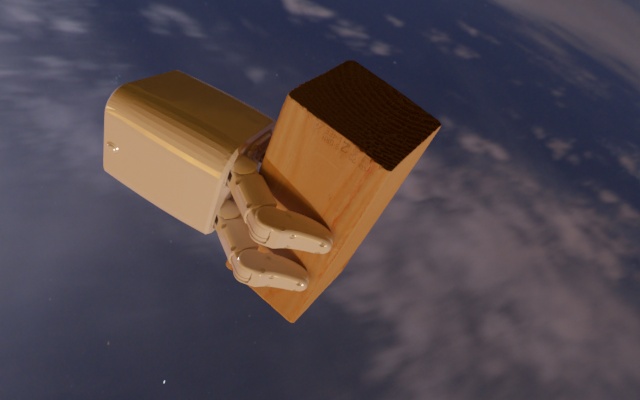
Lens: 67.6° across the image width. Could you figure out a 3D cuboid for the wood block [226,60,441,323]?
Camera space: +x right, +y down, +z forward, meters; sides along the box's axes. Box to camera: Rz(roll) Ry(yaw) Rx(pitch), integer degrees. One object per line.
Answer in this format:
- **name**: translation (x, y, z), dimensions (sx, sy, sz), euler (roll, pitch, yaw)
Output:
- **wood block**: translation (0.000, 0.001, 0.406), dimensions (0.090, 0.206, 0.090), euler (39, 45, 11)
